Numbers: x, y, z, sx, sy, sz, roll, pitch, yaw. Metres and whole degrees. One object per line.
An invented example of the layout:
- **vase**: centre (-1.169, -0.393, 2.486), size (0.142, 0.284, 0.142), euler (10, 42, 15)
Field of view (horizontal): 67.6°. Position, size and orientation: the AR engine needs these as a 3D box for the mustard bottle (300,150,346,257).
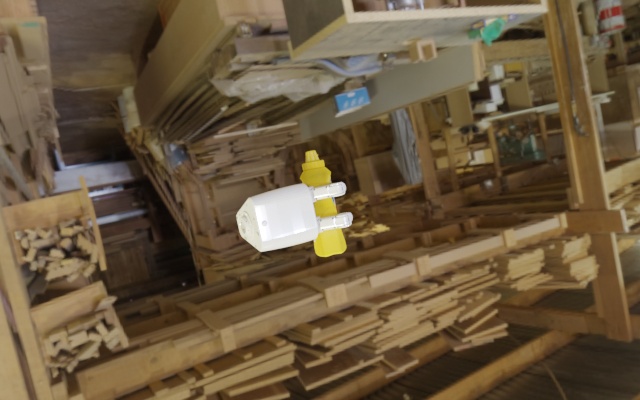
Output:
- **mustard bottle**: centre (0.001, 0.003, 0.883), size (0.058, 0.191, 0.096), euler (-12, 3, -3)
